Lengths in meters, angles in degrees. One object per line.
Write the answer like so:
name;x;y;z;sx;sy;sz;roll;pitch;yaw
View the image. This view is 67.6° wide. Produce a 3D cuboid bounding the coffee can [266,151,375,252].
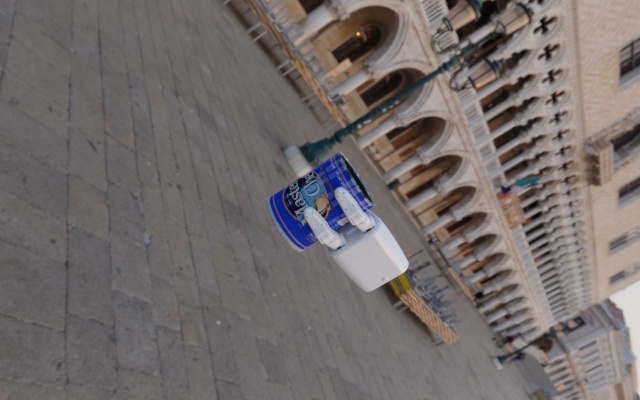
coffee can;0.000;0.002;0.759;0.140;0.103;0.103;-32;-7;11
